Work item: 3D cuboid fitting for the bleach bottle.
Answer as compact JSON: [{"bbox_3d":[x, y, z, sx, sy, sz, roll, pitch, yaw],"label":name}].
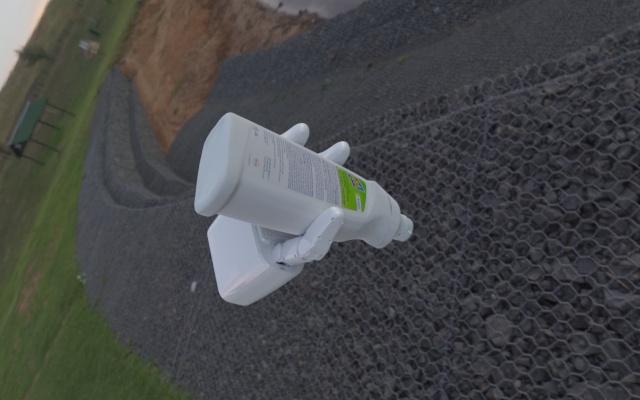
[{"bbox_3d":[0.000,0.002,0.503,0.251,0.102,0.068,22,-42,-30],"label":"bleach bottle"}]
